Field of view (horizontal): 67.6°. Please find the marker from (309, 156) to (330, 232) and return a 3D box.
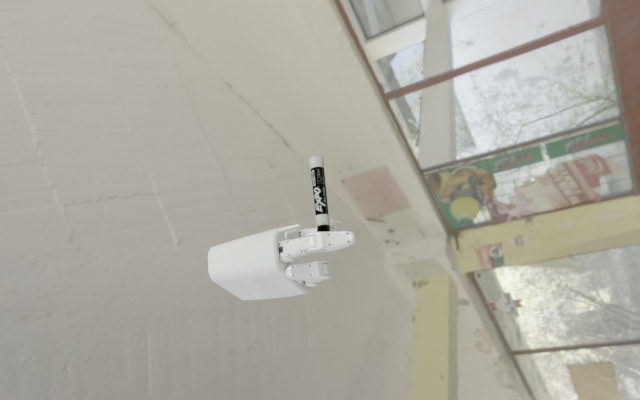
[{"bbox_3d":[0.000,0.002,0.614,0.020,0.121,0.020,-5,-17,-2],"label":"marker"}]
